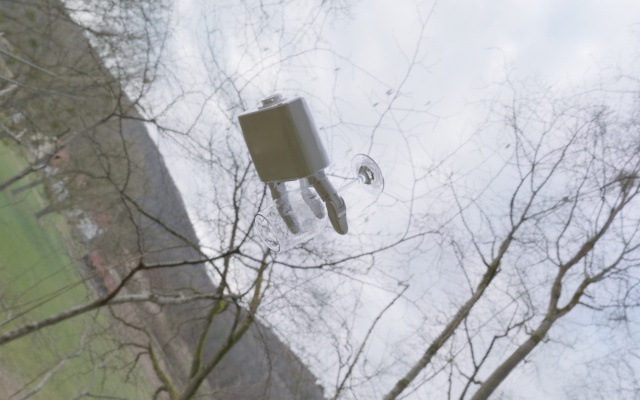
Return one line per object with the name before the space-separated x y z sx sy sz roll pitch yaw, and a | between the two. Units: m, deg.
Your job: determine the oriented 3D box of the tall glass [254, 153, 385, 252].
tall glass | 0.001 0.002 0.718 0.201 0.079 0.079 -31 15 -28
